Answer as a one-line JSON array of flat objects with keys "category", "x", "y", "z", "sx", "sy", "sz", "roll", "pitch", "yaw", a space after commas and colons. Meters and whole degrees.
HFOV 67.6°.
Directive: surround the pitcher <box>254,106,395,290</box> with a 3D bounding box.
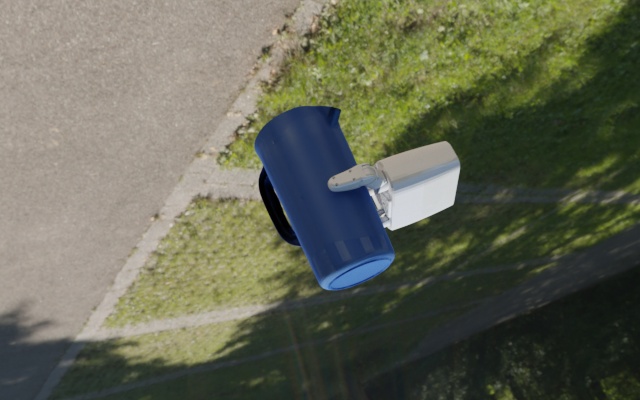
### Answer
[{"category": "pitcher", "x": 0.000, "y": 0.002, "z": 0.677, "sx": 0.145, "sy": 0.242, "sz": 0.149, "roll": -20, "pitch": -24, "yaw": -9}]
